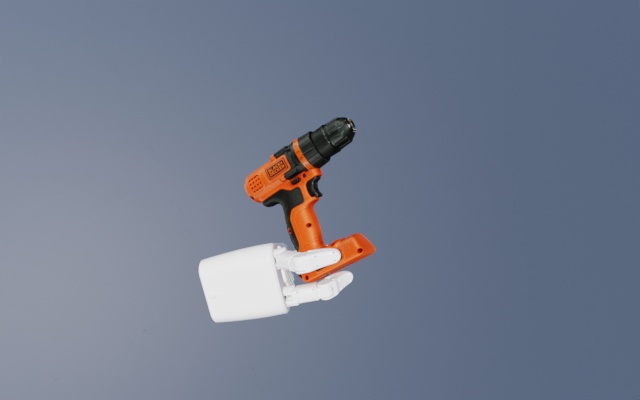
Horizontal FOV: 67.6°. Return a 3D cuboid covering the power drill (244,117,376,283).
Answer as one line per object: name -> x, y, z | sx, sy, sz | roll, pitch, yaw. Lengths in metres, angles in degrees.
power drill -> 0.000, 0.003, 0.650 | 0.184, 0.187, 0.057 | -32, -16, 24
